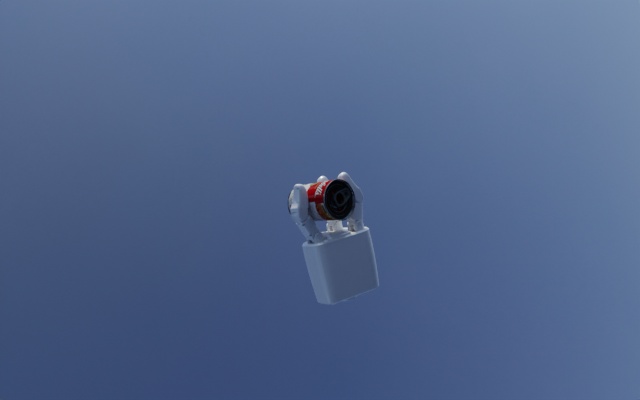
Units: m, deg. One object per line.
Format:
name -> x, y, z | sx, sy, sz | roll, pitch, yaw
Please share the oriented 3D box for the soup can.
soup can -> 0.000, 0.002, 0.808 | 0.068, 0.068, 0.102 | 0, -4, -40
